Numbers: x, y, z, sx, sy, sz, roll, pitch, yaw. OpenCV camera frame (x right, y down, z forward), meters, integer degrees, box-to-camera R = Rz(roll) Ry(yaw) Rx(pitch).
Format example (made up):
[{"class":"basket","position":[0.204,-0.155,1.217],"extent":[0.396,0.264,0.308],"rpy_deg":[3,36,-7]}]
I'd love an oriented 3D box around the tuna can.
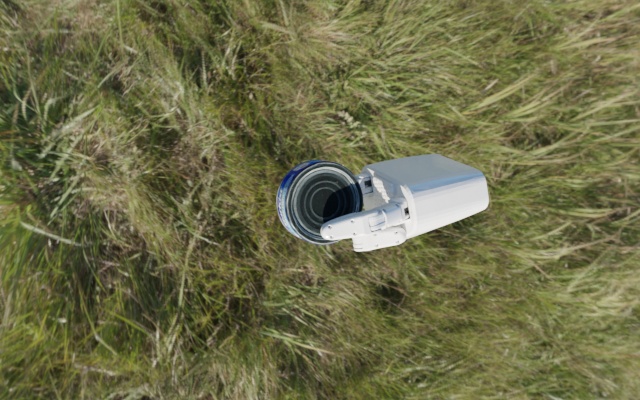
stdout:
[{"class":"tuna can","position":[0.000,0.002,0.489],"extent":[0.086,0.086,0.033],"rpy_deg":[0,6,-21]}]
